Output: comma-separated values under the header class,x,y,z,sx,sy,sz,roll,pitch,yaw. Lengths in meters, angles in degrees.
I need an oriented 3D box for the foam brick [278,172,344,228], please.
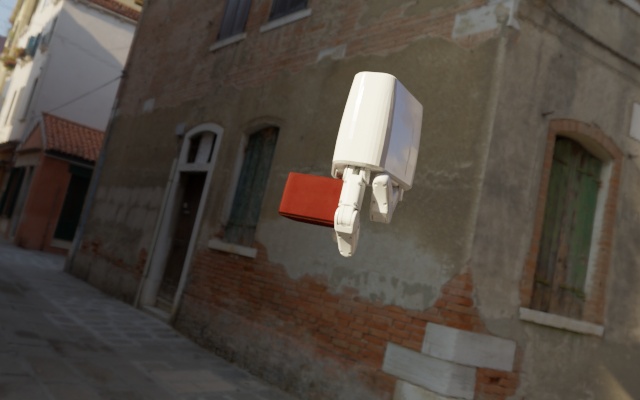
class,x,y,z,sx,sy,sz,roll,pitch,yaw
foam brick,0.000,0.002,0.559,0.078,0.051,0.053,9,-8,18
